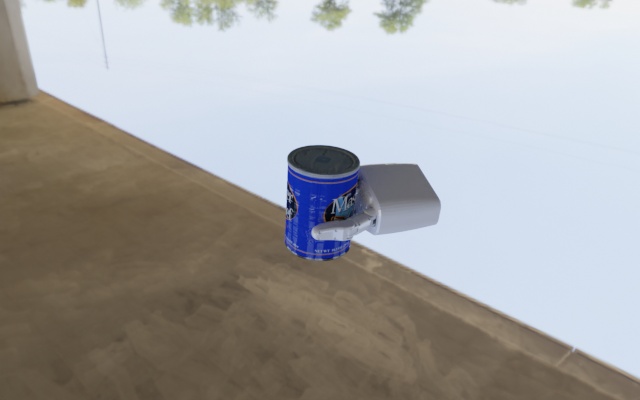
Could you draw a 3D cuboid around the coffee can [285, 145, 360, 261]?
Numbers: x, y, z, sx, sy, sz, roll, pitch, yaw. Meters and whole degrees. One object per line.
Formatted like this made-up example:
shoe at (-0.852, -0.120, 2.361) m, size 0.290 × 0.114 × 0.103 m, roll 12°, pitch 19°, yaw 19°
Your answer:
coffee can at (0.000, 0.002, 0.700) m, size 0.103 × 0.140 × 0.102 m, roll 3°, pitch 29°, yaw -2°
